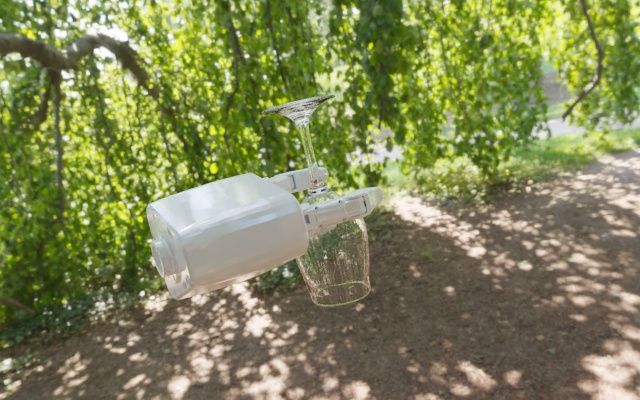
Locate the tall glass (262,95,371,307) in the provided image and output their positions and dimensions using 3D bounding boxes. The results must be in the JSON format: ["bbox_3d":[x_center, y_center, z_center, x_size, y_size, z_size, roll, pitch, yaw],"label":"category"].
[{"bbox_3d":[0.000,0.001,0.482,0.079,0.201,0.079,-13,8,2],"label":"tall glass"}]
